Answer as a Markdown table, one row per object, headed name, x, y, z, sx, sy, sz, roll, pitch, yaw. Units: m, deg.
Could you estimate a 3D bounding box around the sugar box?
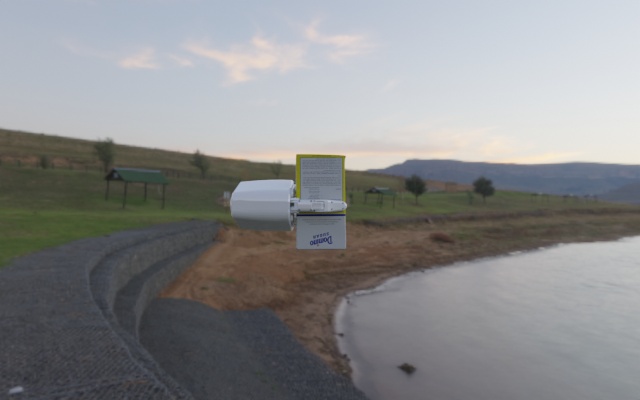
| name | x | y | z | sx | sy | sz | roll | pitch | yaw |
| --- | --- | --- | --- | --- | --- | --- | --- | --- | --- |
| sugar box | 0.000 | 0.003 | 0.891 | 0.093 | 0.176 | 0.048 | 1 | 0 | -3 |
